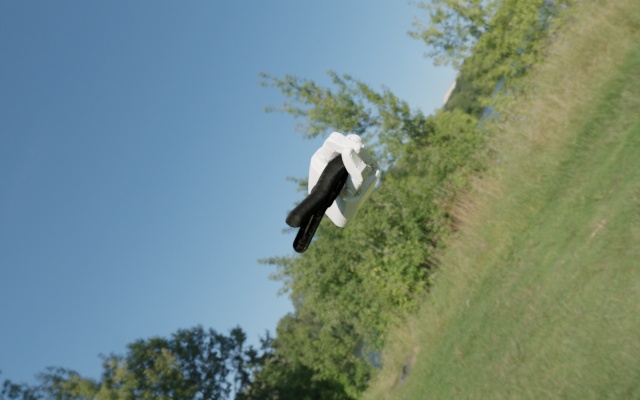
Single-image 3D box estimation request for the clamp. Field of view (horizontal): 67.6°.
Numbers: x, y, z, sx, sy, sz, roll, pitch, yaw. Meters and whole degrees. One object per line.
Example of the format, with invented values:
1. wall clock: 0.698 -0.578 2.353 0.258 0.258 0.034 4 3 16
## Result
1. clamp: 0.000 0.002 0.740 0.039 0.171 0.120 33 -29 11
